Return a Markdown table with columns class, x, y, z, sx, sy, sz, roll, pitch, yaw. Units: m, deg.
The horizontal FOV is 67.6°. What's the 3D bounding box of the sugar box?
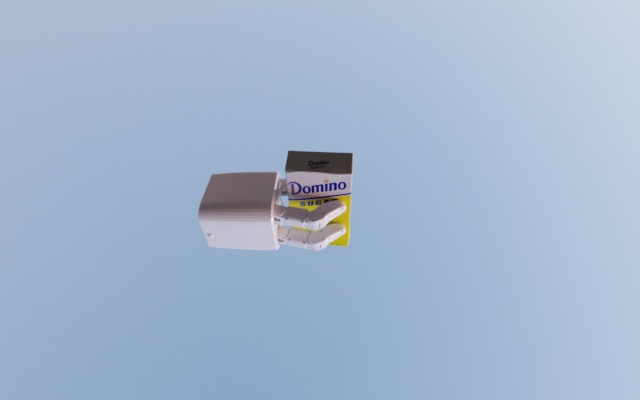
| class | x | y | z | sx | sy | sz | roll | pitch | yaw |
| --- | --- | --- | --- | --- | --- | --- | --- | --- | --- |
| sugar box | 0.000 | 0.003 | 0.709 | 0.093 | 0.048 | 0.176 | 2 | -36 | 4 |
